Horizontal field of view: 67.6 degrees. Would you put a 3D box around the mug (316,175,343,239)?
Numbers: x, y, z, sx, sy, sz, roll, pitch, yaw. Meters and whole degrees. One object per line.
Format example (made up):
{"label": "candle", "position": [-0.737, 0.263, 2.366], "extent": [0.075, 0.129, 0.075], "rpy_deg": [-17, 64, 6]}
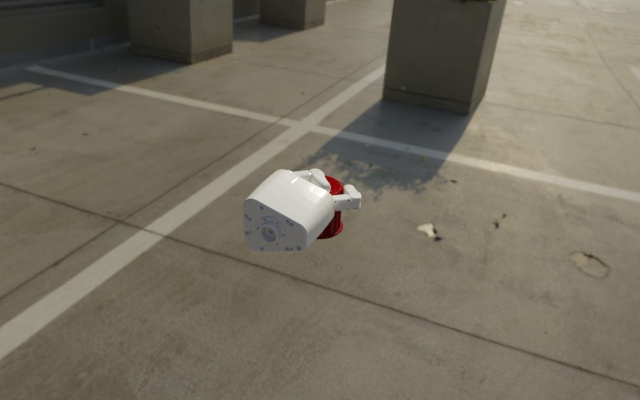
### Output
{"label": "mug", "position": [0.001, 0.002, 0.832], "extent": [0.093, 0.081, 0.117], "rpy_deg": [13, 30, 16]}
